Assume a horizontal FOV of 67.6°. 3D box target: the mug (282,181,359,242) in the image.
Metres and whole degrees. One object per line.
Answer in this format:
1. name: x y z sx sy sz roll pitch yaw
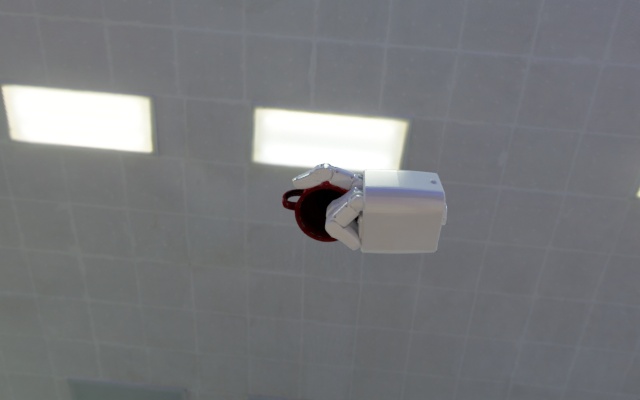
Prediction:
1. mug: -0.001 0.002 0.728 0.117 0.093 0.081 4 26 4
